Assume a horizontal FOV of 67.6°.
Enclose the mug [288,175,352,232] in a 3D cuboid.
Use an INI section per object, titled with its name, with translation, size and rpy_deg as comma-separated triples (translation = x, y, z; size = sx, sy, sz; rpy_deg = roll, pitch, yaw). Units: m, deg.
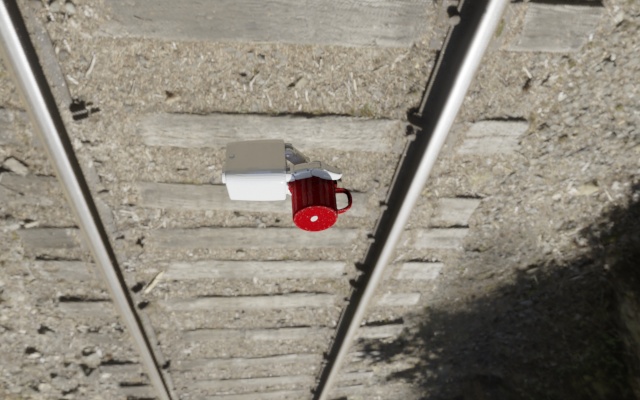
[mug]
translation = 0.002, 0.003, 0.871
size = 0.117, 0.081, 0.093
rpy_deg = -1, -38, -5
